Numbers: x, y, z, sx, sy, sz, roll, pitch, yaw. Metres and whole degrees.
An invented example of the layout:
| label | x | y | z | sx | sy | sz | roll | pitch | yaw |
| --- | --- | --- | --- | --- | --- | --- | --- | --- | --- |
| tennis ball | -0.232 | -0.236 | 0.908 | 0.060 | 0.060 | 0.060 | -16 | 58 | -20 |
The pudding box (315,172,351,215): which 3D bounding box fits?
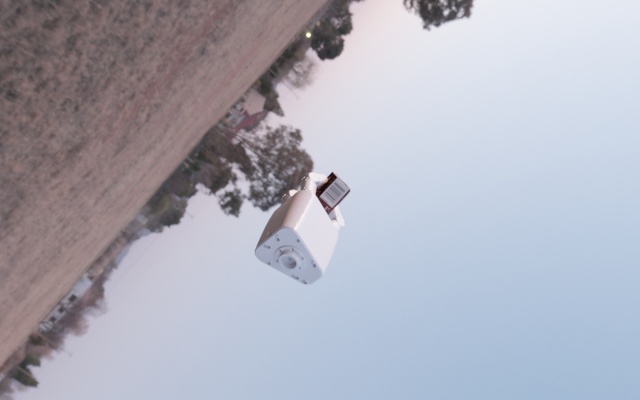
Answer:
| label | x | y | z | sx | sy | sz | roll | pitch | yaw |
| --- | --- | --- | --- | --- | --- | --- | --- | --- | --- |
| pudding box | 0.000 | 0.003 | 0.870 | 0.039 | 0.113 | 0.090 | 45 | 4 | -11 |
